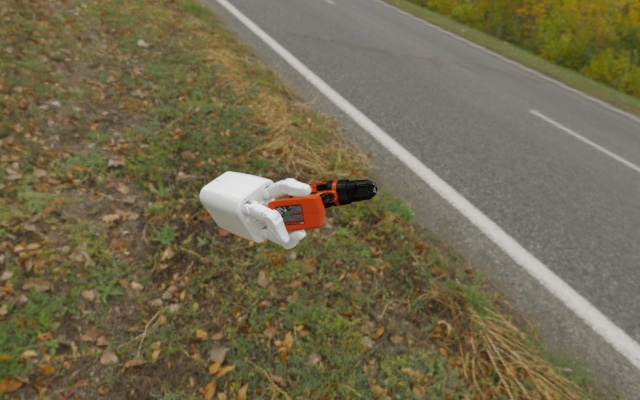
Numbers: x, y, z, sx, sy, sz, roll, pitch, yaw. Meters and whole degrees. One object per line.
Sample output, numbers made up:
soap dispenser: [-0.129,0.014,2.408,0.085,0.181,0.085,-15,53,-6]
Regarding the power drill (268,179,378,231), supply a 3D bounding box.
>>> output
power drill: [0.000,0.003,0.882,0.184,0.057,0.187,-8,9,21]
